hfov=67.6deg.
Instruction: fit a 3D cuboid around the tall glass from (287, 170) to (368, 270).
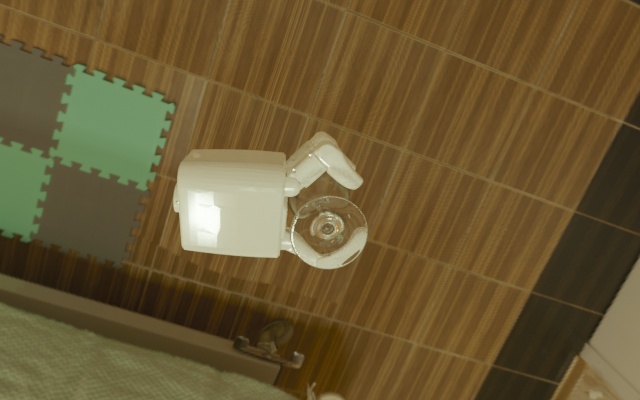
[{"bbox_3d":[0.000,0.002,0.544,0.079,0.079,0.201,0,17,-4],"label":"tall glass"}]
